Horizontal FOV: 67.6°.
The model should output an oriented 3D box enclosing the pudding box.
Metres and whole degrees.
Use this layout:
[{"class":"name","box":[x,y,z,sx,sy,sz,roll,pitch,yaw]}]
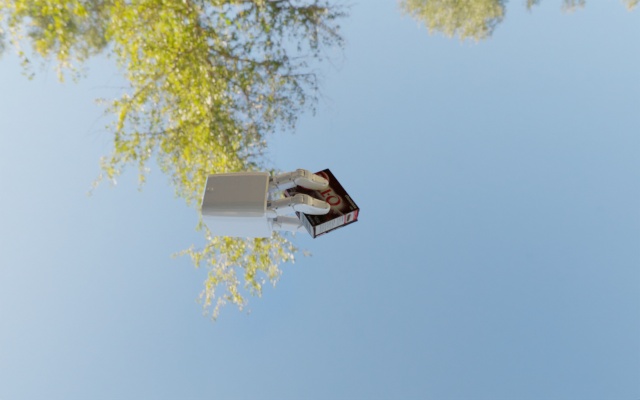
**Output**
[{"class":"pudding box","box":[0.000,0.003,0.816,0.090,0.113,0.039,-21,-36,-19]}]
